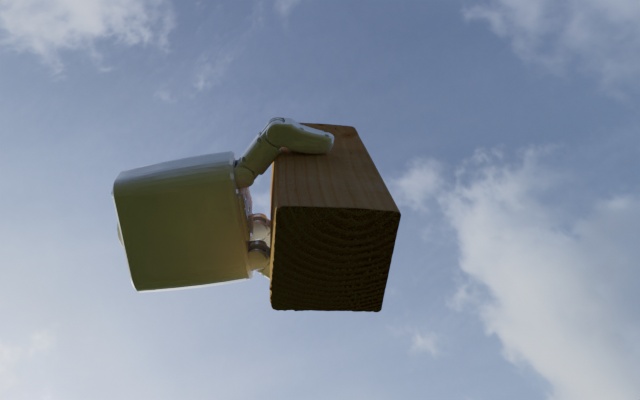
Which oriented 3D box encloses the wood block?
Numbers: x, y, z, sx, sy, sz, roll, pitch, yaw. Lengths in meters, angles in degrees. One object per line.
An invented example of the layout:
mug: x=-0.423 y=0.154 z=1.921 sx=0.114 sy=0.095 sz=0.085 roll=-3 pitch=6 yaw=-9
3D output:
wood block: x=0.000 y=0.001 z=0.439 sx=0.090 sy=0.091 sz=0.206 roll=3 pitch=26 yaw=-7
